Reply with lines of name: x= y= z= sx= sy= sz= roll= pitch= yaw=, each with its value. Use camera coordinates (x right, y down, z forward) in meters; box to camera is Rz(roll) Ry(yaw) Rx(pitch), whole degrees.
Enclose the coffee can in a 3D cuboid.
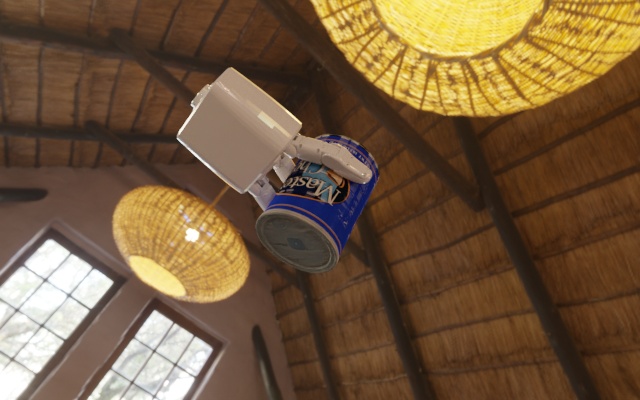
coffee can: x=0.000 y=0.002 z=0.580 sx=0.103 sy=0.103 sz=0.140 roll=0 pitch=44 yaw=35
